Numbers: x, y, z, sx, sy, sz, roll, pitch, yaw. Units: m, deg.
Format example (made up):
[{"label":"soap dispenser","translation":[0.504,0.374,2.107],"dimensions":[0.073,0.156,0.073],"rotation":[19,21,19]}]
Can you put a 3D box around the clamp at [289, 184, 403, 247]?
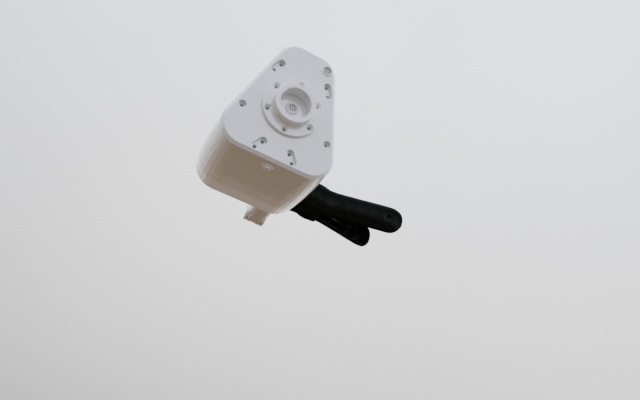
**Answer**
[{"label":"clamp","translation":[0.000,0.001,0.497],"dimensions":[0.171,0.039,0.120],"rotation":[24,-22,-15]}]
